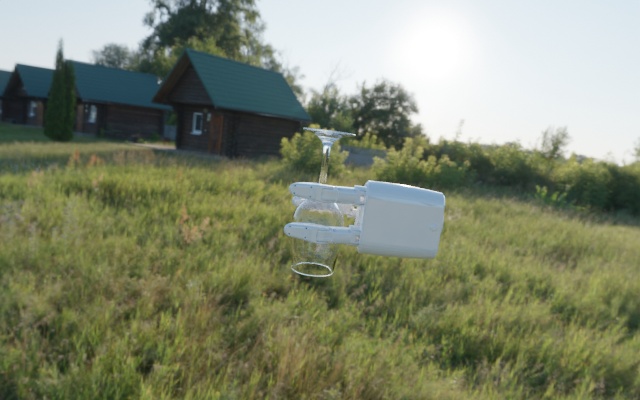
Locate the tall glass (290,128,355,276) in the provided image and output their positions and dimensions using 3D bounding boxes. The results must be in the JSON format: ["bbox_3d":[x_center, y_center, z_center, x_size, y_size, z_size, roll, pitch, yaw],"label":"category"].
[{"bbox_3d":[0.000,0.002,0.675,0.079,0.201,0.079,7,7,-1],"label":"tall glass"}]
